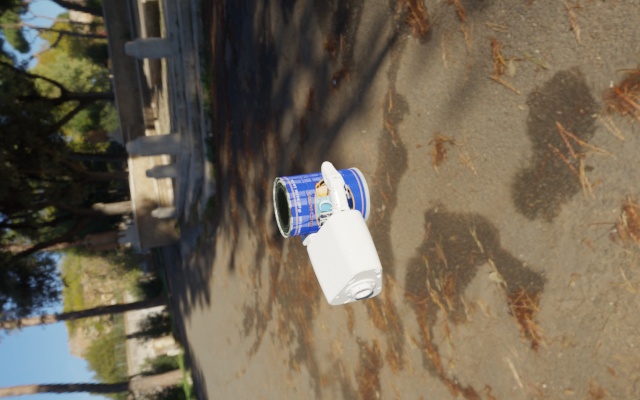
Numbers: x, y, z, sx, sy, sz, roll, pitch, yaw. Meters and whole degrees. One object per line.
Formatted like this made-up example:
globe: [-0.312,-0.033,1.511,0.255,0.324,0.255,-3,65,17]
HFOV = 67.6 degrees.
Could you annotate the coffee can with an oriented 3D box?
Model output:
coffee can: [0.000,0.002,0.818,0.140,0.103,0.103,-8,3,-19]
